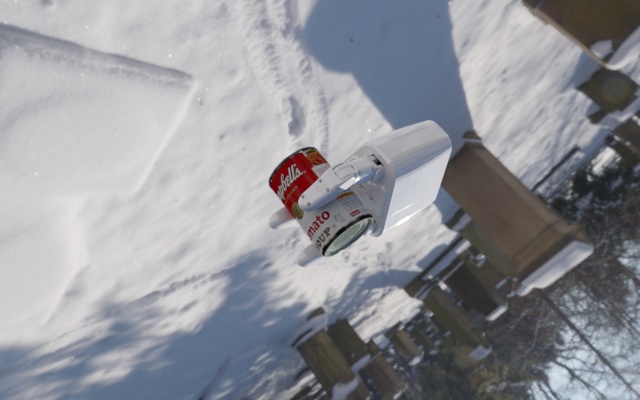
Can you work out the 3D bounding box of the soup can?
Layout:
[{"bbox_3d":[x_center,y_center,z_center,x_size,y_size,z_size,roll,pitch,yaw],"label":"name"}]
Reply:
[{"bbox_3d":[0.000,0.002,0.512,0.068,0.102,0.068,-34,-20,-14],"label":"soup can"}]
